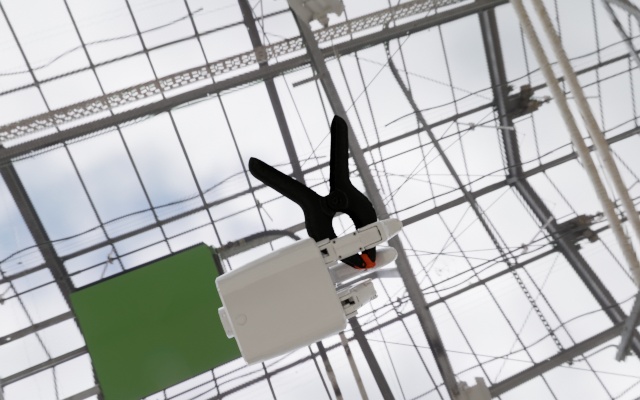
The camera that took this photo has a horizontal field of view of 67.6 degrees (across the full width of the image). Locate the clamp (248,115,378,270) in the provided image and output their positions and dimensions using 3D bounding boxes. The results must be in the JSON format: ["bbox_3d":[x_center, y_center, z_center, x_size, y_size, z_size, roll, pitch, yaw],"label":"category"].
[{"bbox_3d":[0.000,0.002,0.515,0.120,0.171,0.039,-21,-6,-10],"label":"clamp"}]
